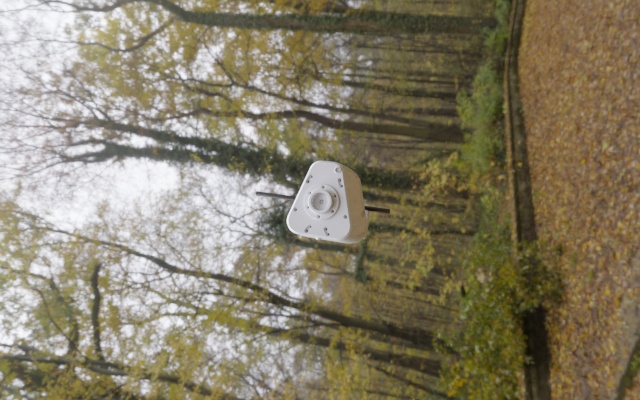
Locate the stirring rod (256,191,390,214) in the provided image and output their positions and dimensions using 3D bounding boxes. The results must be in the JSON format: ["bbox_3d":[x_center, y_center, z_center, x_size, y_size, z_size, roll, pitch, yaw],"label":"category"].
[{"bbox_3d":[0.000,0.003,0.826,0.239,0.011,0.011,8,2,15],"label":"stirring rod"}]
